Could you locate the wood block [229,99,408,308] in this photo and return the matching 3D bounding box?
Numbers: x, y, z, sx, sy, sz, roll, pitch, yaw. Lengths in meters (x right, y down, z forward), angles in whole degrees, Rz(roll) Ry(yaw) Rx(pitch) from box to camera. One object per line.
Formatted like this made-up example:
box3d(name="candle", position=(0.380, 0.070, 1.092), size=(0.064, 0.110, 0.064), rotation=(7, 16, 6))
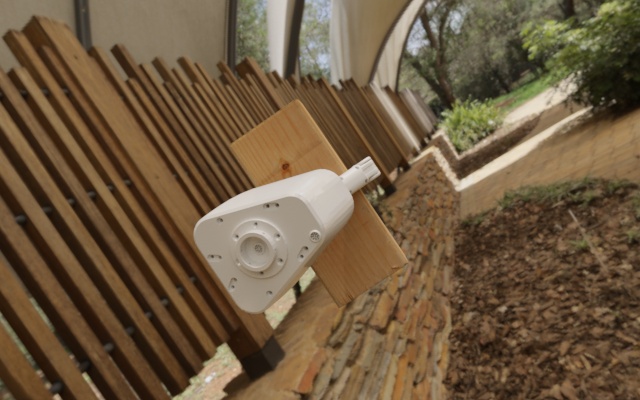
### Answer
box3d(name="wood block", position=(0.000, 0.002, 0.537), size=(0.091, 0.206, 0.090), rotation=(-34, 2, 5))
